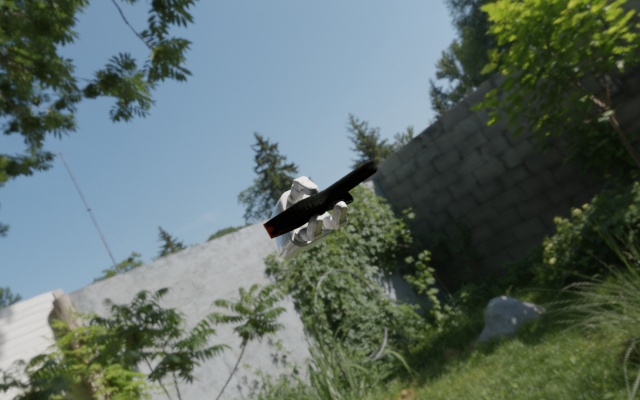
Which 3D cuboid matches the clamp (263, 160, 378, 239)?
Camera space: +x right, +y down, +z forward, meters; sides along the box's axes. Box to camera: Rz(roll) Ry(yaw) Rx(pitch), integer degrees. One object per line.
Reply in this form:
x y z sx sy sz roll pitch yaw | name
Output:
-0.001 0.002 0.829 0.210 0.036 0.165 -26 -14 -27 | clamp
